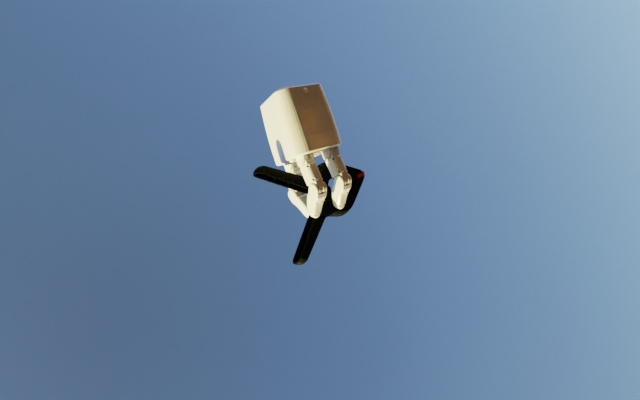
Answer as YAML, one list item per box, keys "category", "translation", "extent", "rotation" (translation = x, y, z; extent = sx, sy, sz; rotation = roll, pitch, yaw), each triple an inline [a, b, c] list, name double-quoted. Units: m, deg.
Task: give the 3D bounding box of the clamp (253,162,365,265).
- category: "clamp"
  translation: [0.000, 0.002, 0.791]
  extent: [0.210, 0.164, 0.036]
  rotation: [-19, 2, -39]
